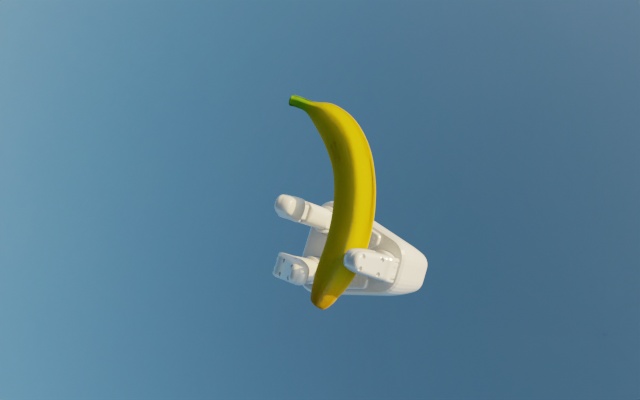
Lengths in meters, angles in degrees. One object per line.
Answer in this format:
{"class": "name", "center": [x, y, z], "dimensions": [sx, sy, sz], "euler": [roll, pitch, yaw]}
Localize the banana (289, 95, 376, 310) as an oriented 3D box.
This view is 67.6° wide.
{"class": "banana", "center": [0.017, -0.005, 0.428], "dimensions": [0.069, 0.197, 0.037], "euler": [-11, -12, 21]}
